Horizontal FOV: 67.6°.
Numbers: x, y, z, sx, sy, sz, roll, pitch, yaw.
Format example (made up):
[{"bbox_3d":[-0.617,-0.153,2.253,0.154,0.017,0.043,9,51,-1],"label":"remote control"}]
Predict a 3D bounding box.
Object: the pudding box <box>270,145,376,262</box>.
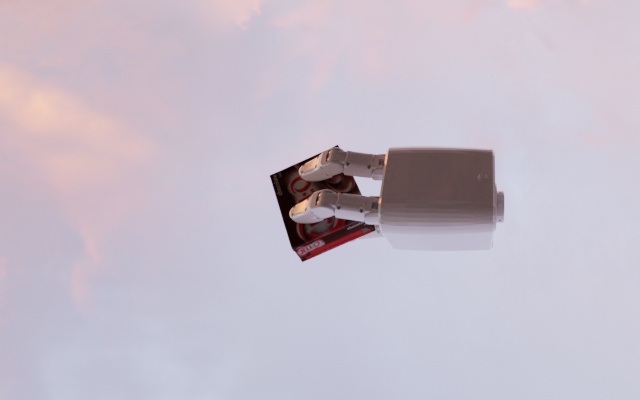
[{"bbox_3d":[0.000,0.002,0.537,0.090,0.113,0.039,-23,-40,3],"label":"pudding box"}]
